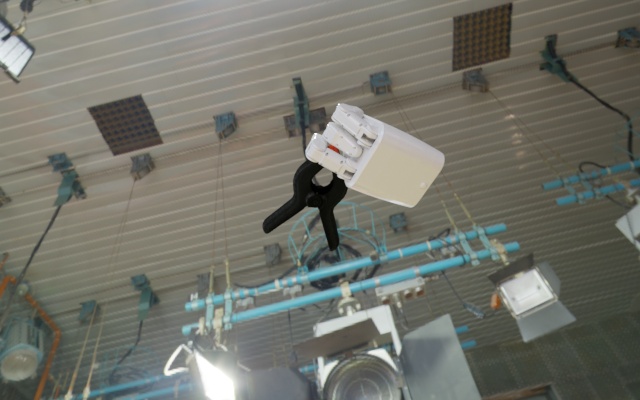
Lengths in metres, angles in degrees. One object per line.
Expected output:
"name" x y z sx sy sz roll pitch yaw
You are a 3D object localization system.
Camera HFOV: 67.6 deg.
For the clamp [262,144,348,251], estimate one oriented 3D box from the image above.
"clamp" 0.000 0.002 0.700 0.120 0.171 0.039 21 32 -19
